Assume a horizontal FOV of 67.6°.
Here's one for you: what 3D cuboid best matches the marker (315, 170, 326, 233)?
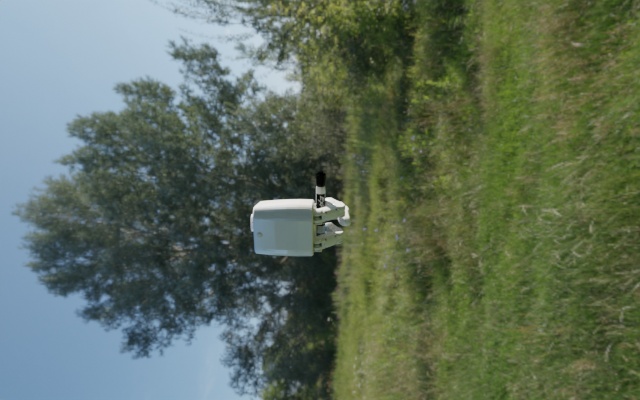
[{"bbox_3d":[0.000,0.003,0.883,0.020,0.121,0.020,0,23,0],"label":"marker"}]
